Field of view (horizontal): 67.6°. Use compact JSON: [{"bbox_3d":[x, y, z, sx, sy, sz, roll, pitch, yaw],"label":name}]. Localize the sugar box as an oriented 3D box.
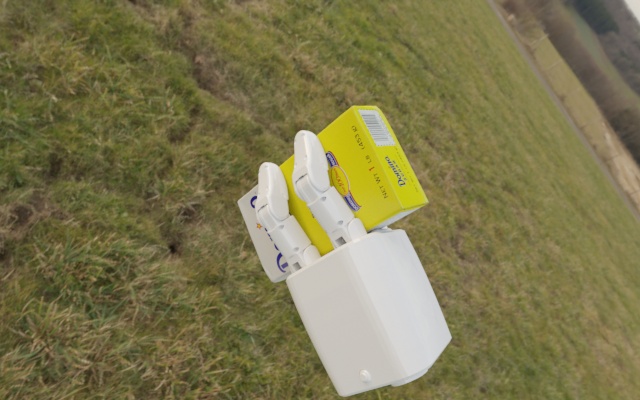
[{"bbox_3d":[0.000,0.002,0.428,0.176,0.093,0.048,-34,-16,38],"label":"sugar box"}]
